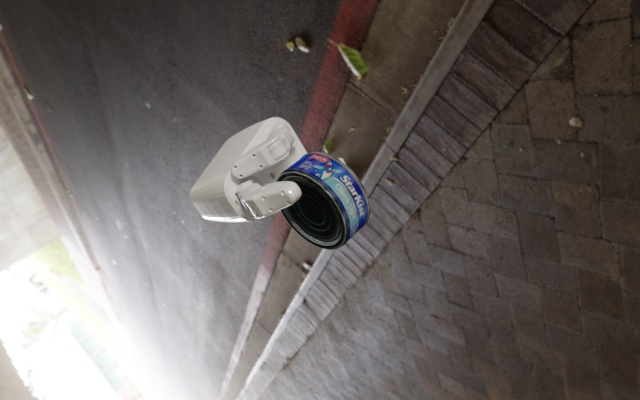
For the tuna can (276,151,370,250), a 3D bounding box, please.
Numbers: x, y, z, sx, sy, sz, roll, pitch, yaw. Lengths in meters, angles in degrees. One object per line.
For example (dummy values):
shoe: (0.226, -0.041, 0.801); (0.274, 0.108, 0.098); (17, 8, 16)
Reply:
tuna can: (0.000, 0.002, 0.429); (0.086, 0.086, 0.033); (0, 32, 48)
